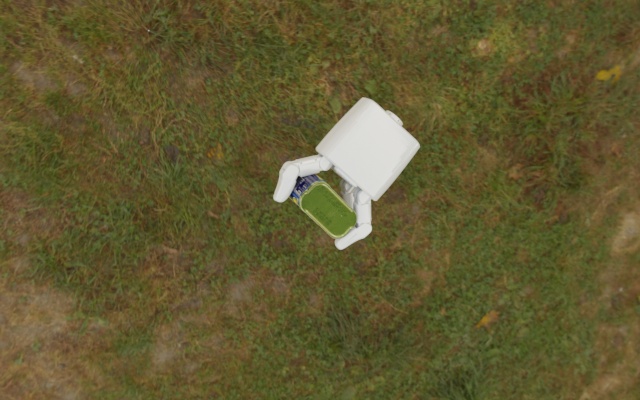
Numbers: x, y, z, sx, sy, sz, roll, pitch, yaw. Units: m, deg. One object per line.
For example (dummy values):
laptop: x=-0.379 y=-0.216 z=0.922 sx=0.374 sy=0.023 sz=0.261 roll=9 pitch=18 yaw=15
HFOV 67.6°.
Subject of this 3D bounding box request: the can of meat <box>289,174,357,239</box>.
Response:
can of meat: x=0.000 y=0.002 z=0.712 sx=0.102 sy=0.057 sz=0.084 roll=43 pitch=0 yaw=-27
